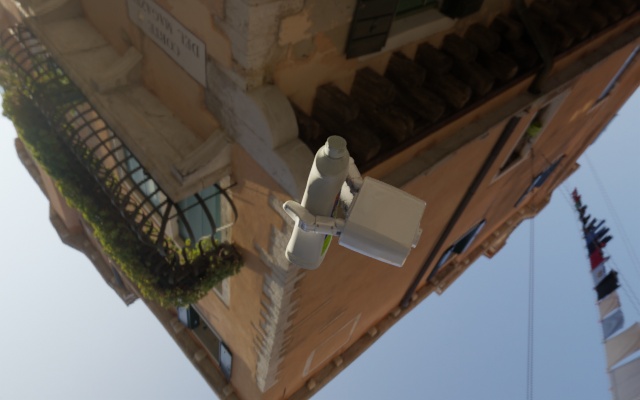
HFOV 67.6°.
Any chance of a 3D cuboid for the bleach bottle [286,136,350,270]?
[{"bbox_3d":[0.000,0.002,0.774,0.068,0.102,0.251,22,-41,7],"label":"bleach bottle"}]
